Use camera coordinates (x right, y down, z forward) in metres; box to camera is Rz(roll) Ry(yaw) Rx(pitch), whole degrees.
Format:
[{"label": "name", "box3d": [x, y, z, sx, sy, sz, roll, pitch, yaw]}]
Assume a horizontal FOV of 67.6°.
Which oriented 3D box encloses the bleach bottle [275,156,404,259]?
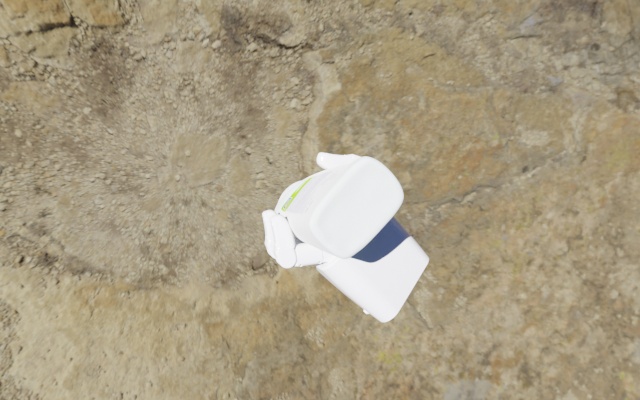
[{"label": "bleach bottle", "box3d": [0.000, 0.002, 0.571, 0.068, 0.102, 0.251, 45, -9, -14]}]
